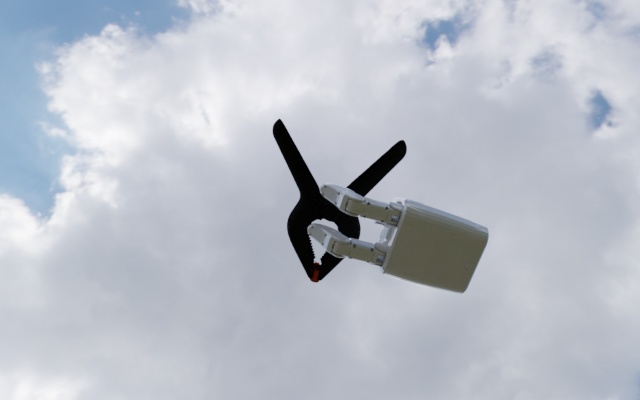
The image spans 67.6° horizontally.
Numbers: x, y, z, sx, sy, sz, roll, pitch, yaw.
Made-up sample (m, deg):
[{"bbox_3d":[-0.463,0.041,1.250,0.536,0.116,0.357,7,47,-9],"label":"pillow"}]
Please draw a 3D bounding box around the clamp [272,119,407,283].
[{"bbox_3d":[0.000,0.002,0.607,0.164,0.210,0.036,16,17,-2],"label":"clamp"}]
